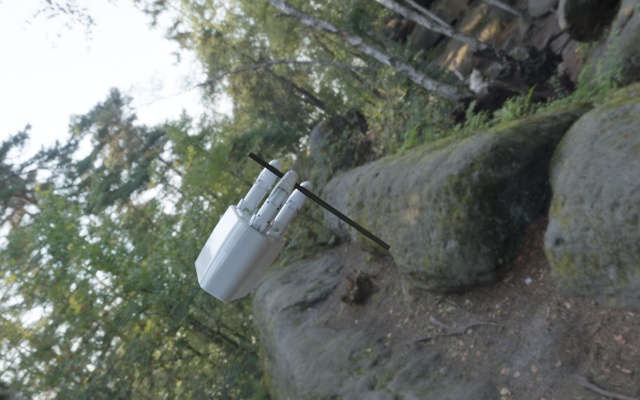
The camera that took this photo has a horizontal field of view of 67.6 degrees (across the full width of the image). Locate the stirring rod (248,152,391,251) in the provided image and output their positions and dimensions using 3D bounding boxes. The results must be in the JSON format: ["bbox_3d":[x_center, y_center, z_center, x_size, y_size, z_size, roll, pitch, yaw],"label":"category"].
[{"bbox_3d":[0.000,0.002,0.679,0.239,0.011,0.011,34,-4,-6],"label":"stirring rod"}]
